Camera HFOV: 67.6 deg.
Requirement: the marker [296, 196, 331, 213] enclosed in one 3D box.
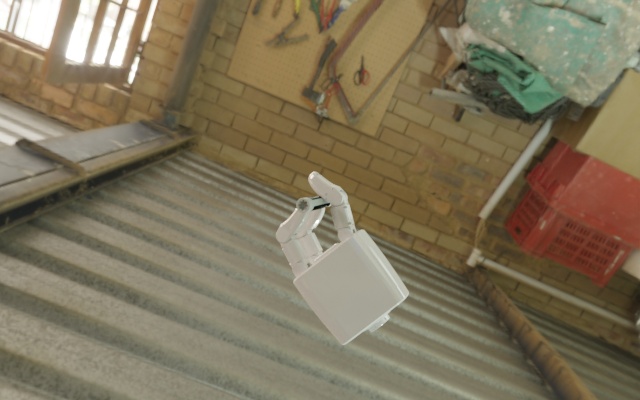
[{"bbox_3d":[0.000,0.002,0.649,0.020,0.020,0.121,0,4,21],"label":"marker"}]
